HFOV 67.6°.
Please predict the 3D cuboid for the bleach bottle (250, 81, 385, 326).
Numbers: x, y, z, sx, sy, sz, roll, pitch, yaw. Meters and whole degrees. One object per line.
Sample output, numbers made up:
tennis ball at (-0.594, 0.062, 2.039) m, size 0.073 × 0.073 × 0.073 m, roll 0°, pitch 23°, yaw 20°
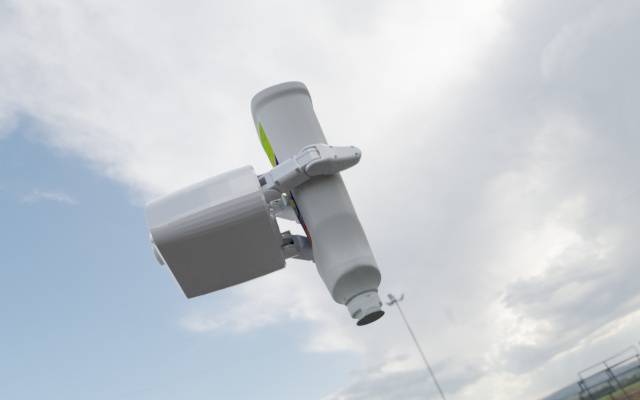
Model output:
bleach bottle at (0.000, 0.002, 0.478) m, size 0.068 × 0.250 × 0.103 m, roll -20°, pitch -31°, yaw -8°
